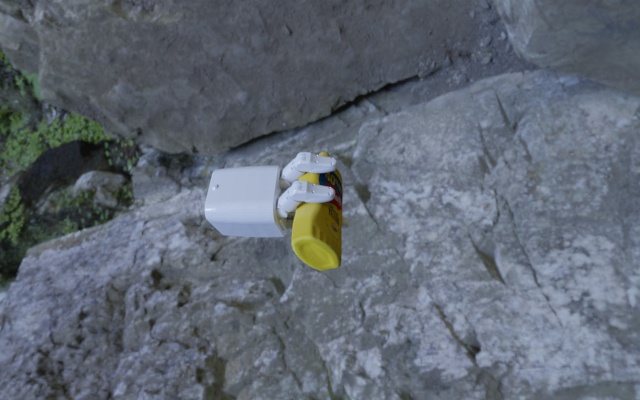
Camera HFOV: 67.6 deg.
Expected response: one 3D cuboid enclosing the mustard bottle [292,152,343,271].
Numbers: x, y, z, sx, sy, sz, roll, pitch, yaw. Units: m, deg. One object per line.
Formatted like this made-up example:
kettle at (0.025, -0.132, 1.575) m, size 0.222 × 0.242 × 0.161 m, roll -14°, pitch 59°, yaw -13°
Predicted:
mustard bottle at (0.000, 0.003, 0.725) m, size 0.058 × 0.191 × 0.096 m, roll -16°, pitch -42°, yaw 25°
